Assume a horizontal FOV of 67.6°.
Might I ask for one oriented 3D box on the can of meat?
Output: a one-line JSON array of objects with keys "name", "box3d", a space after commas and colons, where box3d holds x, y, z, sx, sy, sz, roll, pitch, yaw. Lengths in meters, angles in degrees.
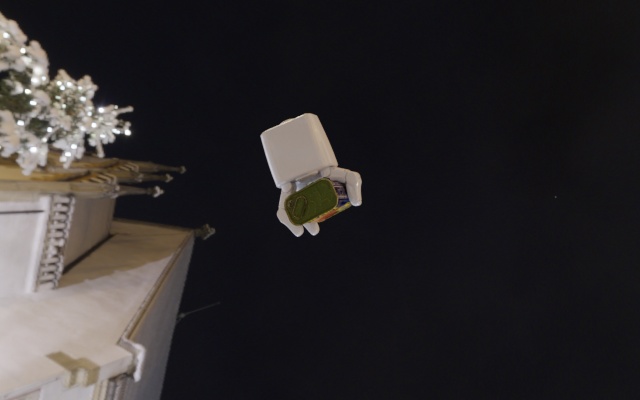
[{"name": "can of meat", "box3d": [0.000, 0.003, 0.852, 0.102, 0.057, 0.084, -28, -11, 24]}]
